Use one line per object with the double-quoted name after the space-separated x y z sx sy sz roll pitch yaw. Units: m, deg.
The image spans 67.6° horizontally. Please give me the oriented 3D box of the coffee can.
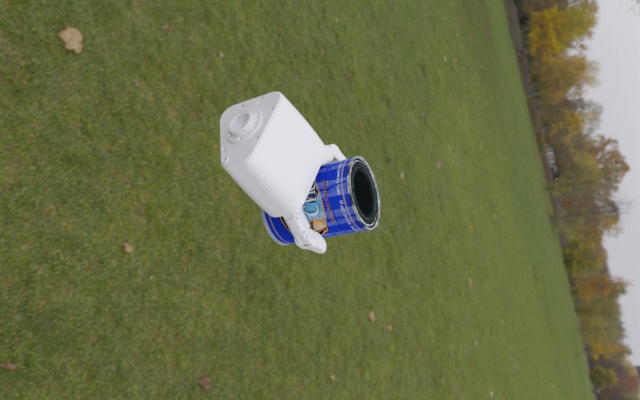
0.000 0.002 0.674 0.140 0.103 0.103 -12 -5 26 "coffee can"
